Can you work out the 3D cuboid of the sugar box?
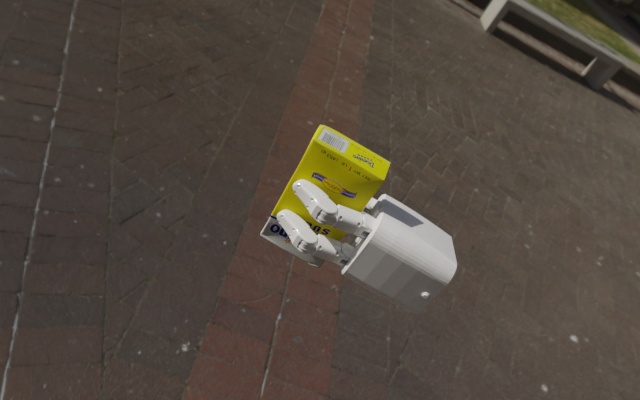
[{"bbox_3d":[0.000,0.002,0.582,0.093,0.176,0.048,30,38,-2],"label":"sugar box"}]
